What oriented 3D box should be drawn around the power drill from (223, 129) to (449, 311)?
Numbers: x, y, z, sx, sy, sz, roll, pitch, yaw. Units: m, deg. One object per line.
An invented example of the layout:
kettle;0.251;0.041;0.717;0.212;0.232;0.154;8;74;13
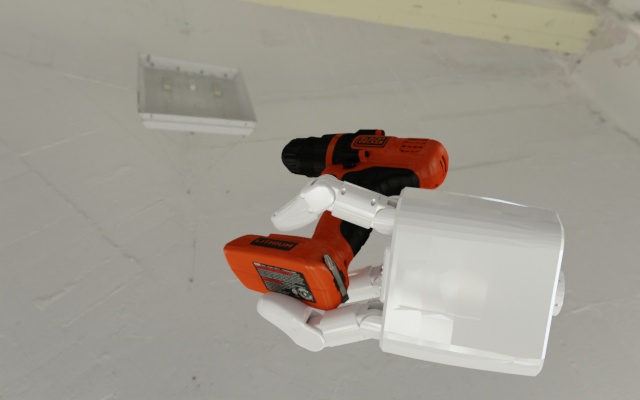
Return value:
power drill;0.000;0.002;0.431;0.184;0.057;0.187;6;44;38
